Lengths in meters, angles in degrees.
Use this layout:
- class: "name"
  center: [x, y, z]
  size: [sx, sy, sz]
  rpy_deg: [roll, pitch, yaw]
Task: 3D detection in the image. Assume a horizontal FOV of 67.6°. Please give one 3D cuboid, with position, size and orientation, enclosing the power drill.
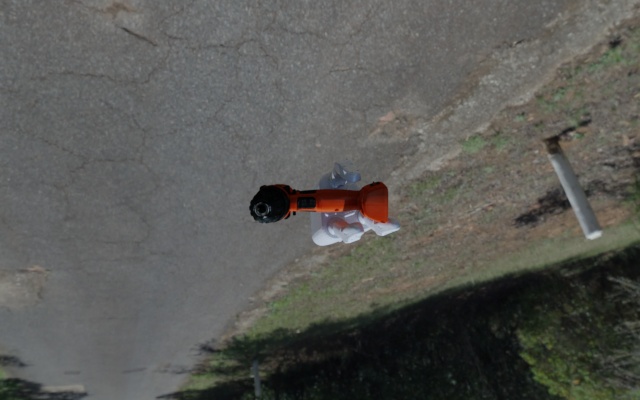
- class: "power drill"
  center: [0.001, 0.002, 0.681]
  size: [0.187, 0.057, 0.184]
  rpy_deg: [1, 7, 3]
